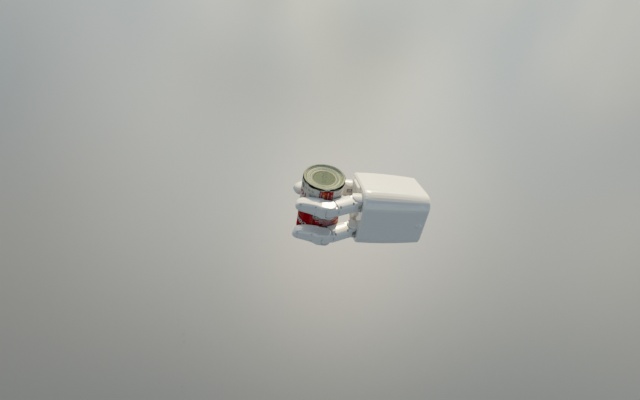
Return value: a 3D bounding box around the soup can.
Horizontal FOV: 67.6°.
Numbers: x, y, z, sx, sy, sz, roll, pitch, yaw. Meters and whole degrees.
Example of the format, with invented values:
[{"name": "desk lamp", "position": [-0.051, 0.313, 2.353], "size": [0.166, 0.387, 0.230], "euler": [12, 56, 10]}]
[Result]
[{"name": "soup can", "position": [0.000, 0.002, 0.753], "size": [0.068, 0.102, 0.068], "euler": [6, 39, -5]}]
